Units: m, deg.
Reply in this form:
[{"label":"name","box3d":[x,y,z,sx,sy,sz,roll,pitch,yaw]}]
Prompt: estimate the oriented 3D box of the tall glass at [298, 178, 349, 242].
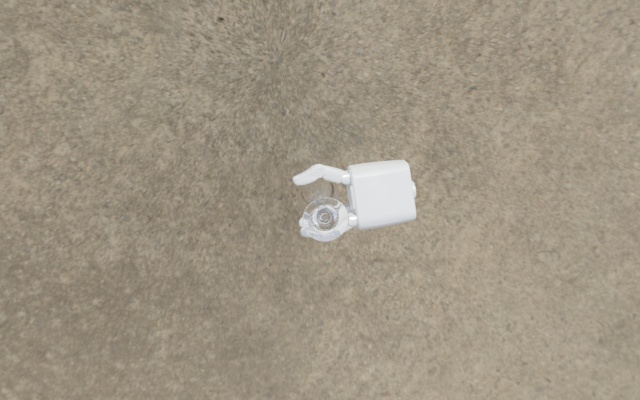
[{"label":"tall glass","box3d":[0.000,0.003,0.848,0.079,0.079,0.201,0,16,-5]}]
